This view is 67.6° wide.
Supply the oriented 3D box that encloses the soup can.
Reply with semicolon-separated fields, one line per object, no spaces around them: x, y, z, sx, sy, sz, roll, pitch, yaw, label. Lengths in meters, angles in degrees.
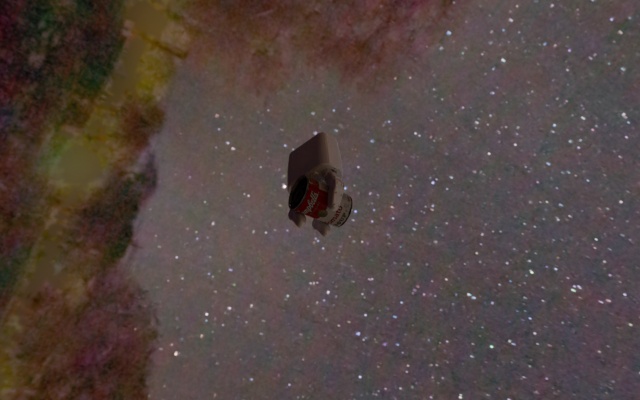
0.000;0.003;0.894;0.102;0.068;0.068;23;-10;-25;soup can
